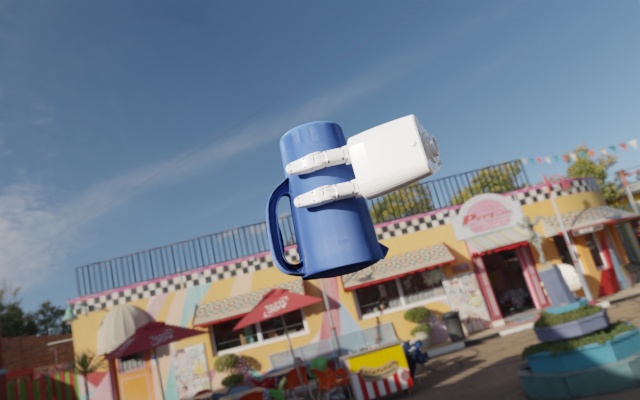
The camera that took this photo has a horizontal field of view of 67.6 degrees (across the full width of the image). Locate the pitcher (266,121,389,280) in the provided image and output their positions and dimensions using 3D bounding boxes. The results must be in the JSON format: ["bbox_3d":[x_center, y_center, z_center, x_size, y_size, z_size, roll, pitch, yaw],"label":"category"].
[{"bbox_3d":[0.000,0.002,0.766,0.145,0.242,0.149,-21,-15,25],"label":"pitcher"}]
